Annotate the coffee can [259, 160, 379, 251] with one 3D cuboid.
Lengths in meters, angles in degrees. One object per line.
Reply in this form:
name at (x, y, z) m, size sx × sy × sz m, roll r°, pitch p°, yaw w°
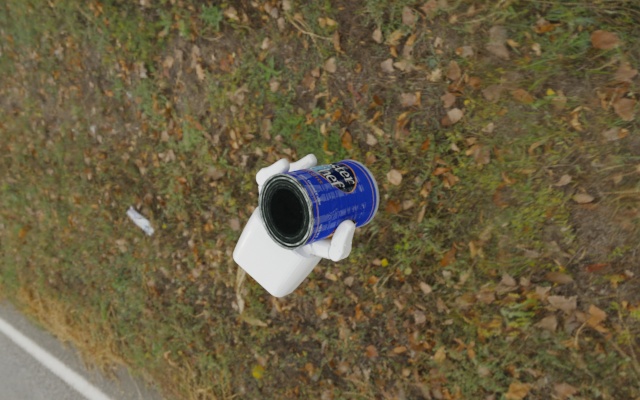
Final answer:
coffee can at (0.000, 0.002, 0.666) m, size 0.103 × 0.103 × 0.140 m, roll 0°, pitch 11°, yaw 43°
